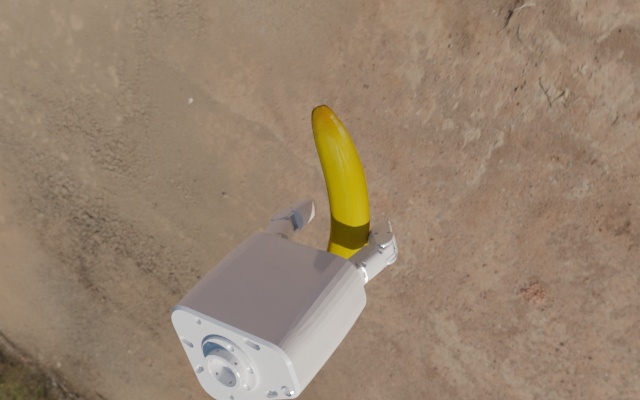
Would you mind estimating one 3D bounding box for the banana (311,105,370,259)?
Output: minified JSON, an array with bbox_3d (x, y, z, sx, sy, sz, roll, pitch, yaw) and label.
[{"bbox_3d":[0.016,0.010,0.451,0.069,0.198,0.037,21,37,24],"label":"banana"}]
